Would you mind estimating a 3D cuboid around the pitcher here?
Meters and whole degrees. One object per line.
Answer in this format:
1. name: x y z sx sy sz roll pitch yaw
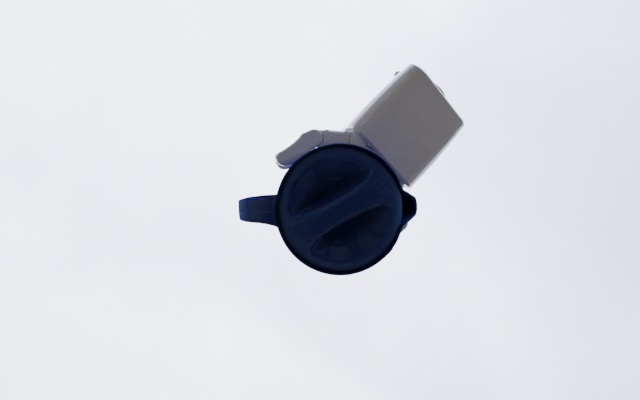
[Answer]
1. pitcher: 0.000 0.002 0.590 0.149 0.145 0.243 42 -1 -6
